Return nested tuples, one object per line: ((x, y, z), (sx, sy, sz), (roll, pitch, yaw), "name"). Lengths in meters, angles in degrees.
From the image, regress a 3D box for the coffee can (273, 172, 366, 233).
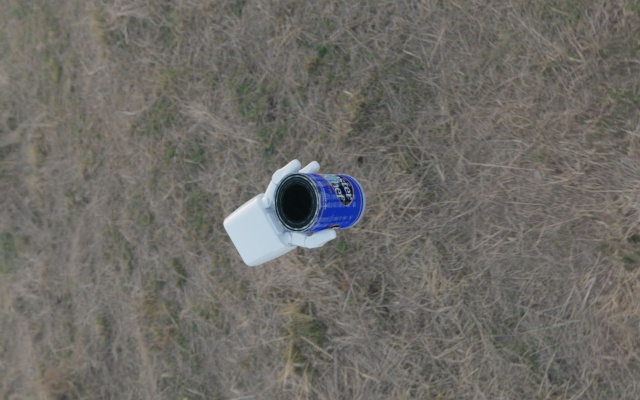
((0.000, 0.003, 0.847), (0.103, 0.103, 0.140), (0, 1, 37), "coffee can")
